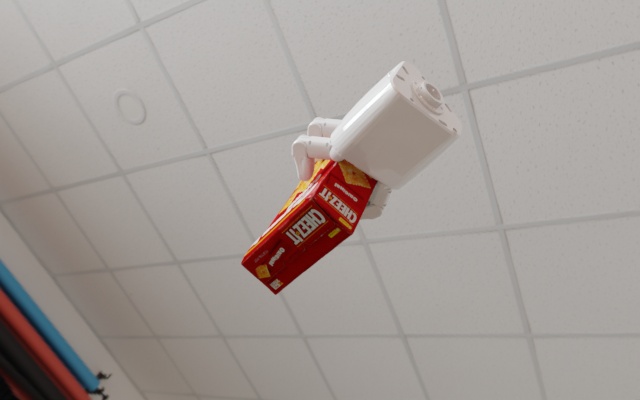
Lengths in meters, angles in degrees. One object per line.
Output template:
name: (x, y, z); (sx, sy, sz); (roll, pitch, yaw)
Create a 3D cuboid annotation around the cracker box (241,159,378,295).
cracker box: (0.000, 0.002, 0.642); (0.164, 0.072, 0.213); (-43, 9, 38)
